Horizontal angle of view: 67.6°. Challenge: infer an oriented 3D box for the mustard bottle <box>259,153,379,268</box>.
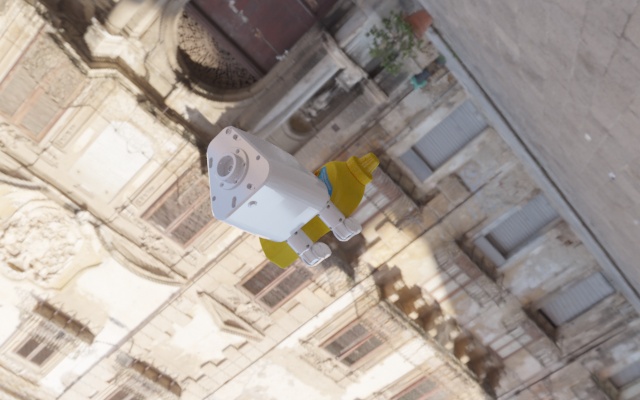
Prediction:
[{"bbox_3d":[0.000,0.002,0.644,0.058,0.192,0.096,39,21,-30],"label":"mustard bottle"}]
